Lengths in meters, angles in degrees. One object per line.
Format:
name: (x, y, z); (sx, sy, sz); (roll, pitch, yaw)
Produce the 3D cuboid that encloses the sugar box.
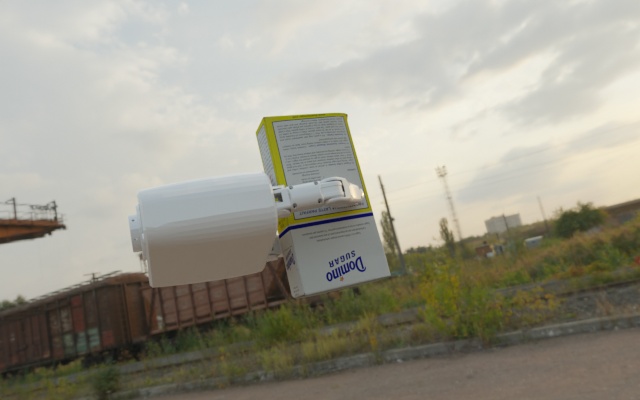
sugar box: (0.000, 0.002, 0.475); (0.093, 0.176, 0.048); (-8, -12, -22)
